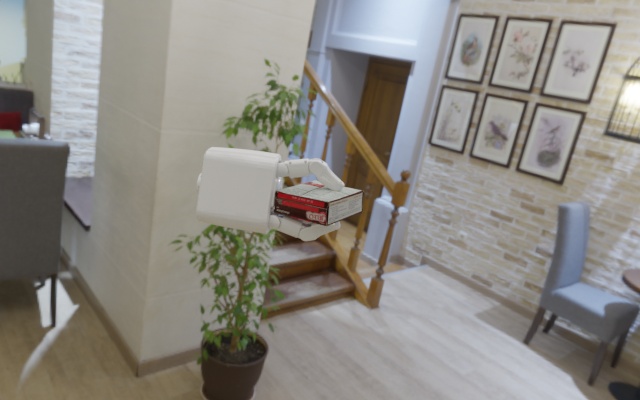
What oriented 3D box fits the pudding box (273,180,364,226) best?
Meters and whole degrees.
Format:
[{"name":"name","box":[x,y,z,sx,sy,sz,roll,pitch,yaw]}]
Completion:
[{"name":"pudding box","box":[0.000,0.002,0.697,0.090,0.039,0.113,14,18,29]}]
